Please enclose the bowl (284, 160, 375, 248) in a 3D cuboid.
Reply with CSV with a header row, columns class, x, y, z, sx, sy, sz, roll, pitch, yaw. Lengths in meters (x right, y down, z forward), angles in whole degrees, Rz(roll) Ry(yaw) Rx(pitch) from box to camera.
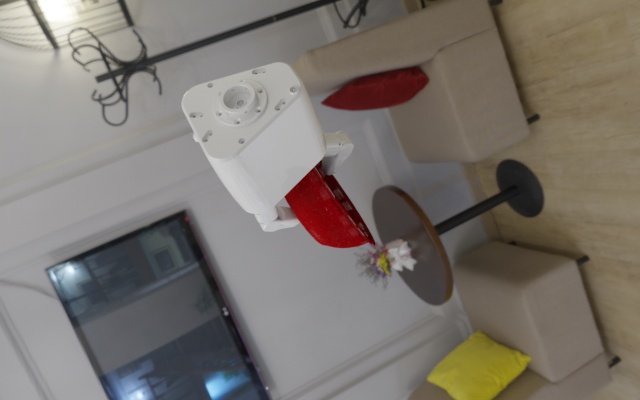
class,x,y,z,sx,sy,sz,roll,pitch,yaw
bowl,0.000,0.003,0.585,0.055,0.162,0.162,-35,-5,7
